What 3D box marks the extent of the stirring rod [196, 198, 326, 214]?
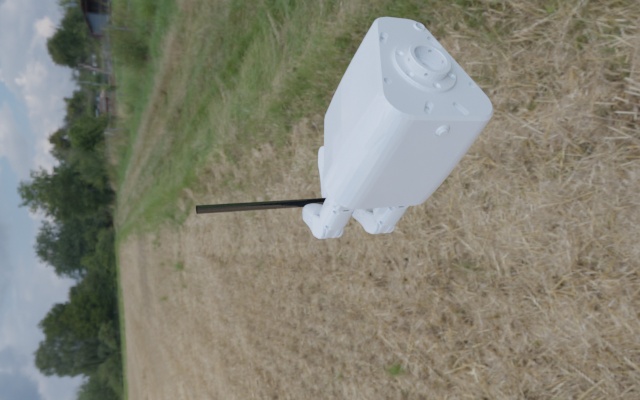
[{"bbox_3d":[0.000,0.001,0.472,0.239,0.011,0.011,-3,1,-23],"label":"stirring rod"}]
